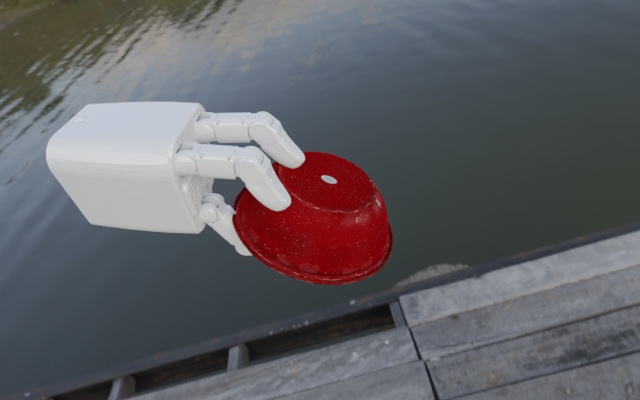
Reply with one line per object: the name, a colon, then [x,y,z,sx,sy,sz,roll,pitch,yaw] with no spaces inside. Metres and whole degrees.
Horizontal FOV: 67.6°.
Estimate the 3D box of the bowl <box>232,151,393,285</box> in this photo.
bowl: [0.001,0.001,0.454,0.162,0.055,0.162,11,37,-8]
